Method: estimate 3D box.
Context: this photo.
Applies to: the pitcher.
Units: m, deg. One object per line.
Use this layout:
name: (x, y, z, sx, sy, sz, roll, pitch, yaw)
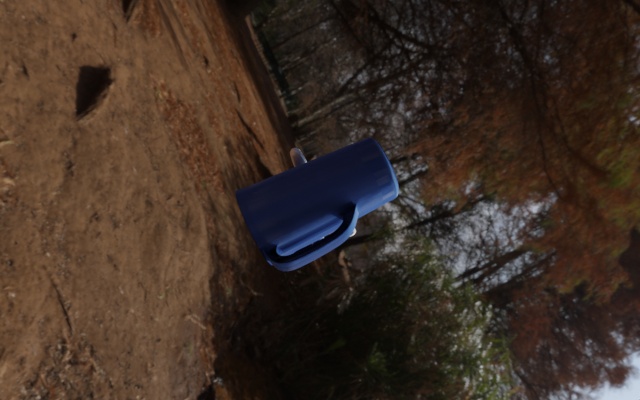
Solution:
pitcher: (0.000, 0.002, 0.762, 0.243, 0.149, 0.145, -25, -1, 0)
